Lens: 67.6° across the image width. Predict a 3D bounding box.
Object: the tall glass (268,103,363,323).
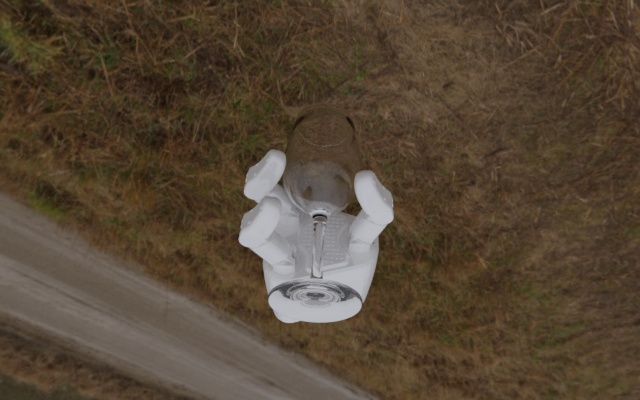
[{"bbox_3d":[0.000,0.002,0.431,0.079,0.200,0.079,2,-37,2],"label":"tall glass"}]
